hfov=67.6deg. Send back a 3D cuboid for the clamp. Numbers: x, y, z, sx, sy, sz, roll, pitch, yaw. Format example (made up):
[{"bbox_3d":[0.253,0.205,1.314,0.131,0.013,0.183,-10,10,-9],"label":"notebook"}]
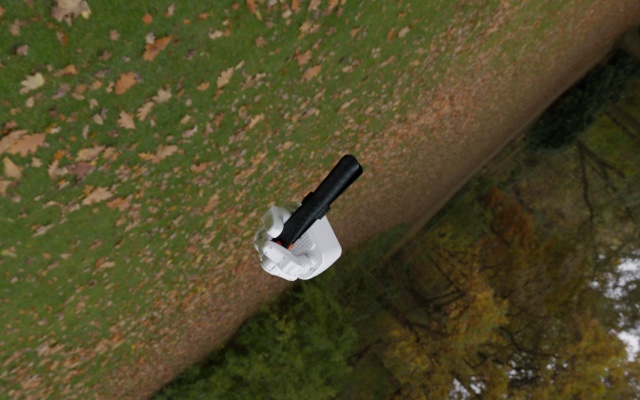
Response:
[{"bbox_3d":[0.000,0.003,0.669,0.171,0.039,0.120,-46,-12,14],"label":"clamp"}]
